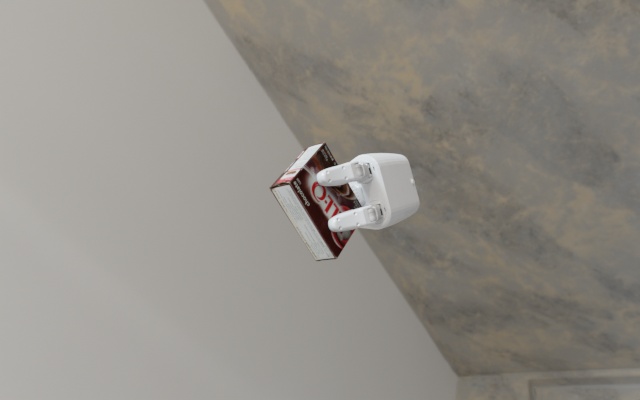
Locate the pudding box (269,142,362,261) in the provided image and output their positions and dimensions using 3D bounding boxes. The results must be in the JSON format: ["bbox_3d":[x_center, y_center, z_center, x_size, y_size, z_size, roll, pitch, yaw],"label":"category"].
[{"bbox_3d":[0.000,0.002,0.570,0.039,0.113,0.090,-16,26,39],"label":"pudding box"}]
